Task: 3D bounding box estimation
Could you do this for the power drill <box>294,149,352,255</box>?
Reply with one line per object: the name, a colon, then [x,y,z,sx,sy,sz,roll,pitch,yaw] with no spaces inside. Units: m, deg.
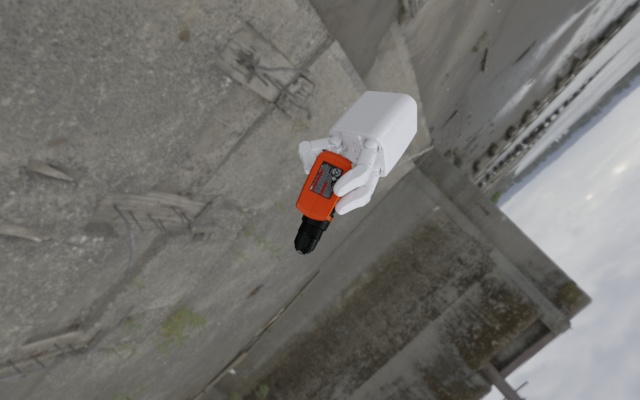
power drill: [0.000,0.002,0.793,0.057,0.184,0.188,23,-6,3]
